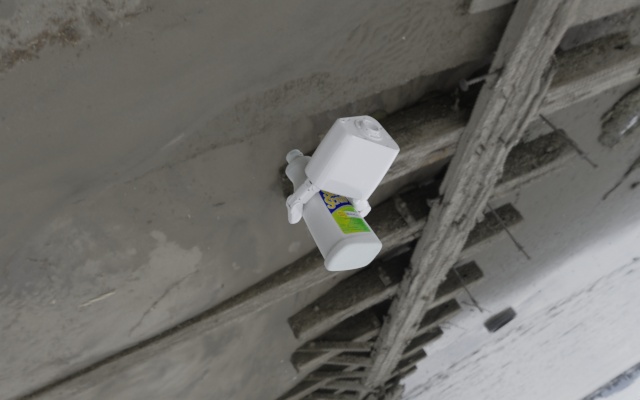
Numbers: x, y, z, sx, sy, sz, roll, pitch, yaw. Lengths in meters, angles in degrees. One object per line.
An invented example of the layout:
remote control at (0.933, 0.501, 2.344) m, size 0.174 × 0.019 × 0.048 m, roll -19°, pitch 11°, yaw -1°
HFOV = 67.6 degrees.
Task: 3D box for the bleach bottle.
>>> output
bleach bottle at (0.000, 0.003, 0.820) m, size 0.102 × 0.068 × 0.250 m, roll 2°, pitch 44°, yaw -42°
